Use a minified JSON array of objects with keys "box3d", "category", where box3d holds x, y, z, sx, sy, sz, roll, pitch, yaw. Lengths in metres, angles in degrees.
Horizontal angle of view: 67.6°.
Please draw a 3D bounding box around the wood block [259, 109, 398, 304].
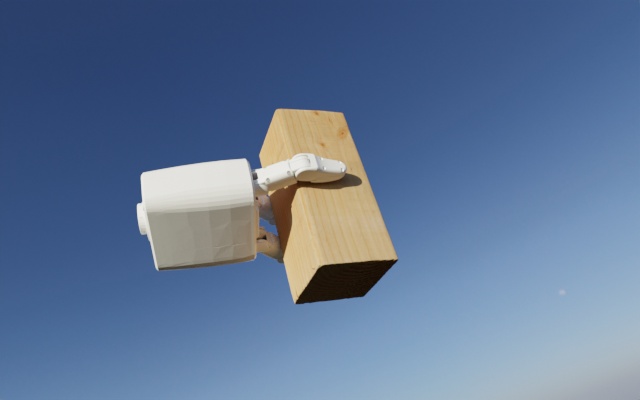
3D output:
[{"box3d":[0.000,0.002,0.547,0.090,0.206,0.091,-1,-35,-24],"category":"wood block"}]
